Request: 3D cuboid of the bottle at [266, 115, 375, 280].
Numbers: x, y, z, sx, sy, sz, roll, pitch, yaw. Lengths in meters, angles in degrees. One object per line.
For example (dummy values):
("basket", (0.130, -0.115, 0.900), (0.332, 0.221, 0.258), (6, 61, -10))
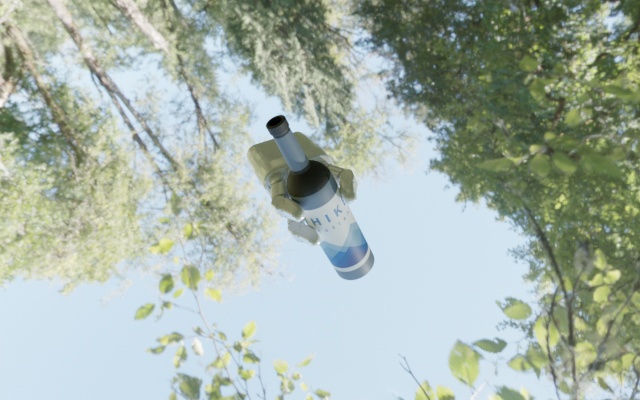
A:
("bottle", (0.000, 0.002, 0.685), (0.069, 0.069, 0.296), (0, -43, 32))
